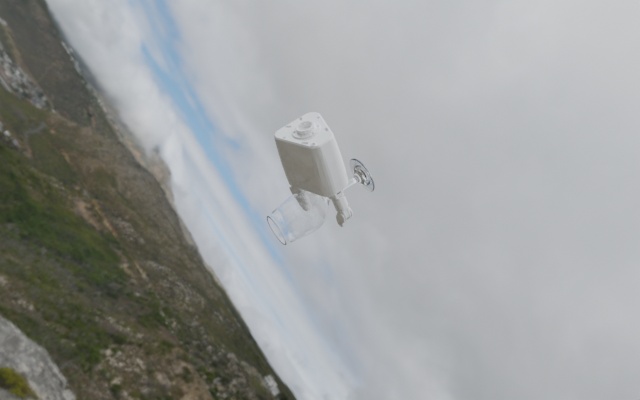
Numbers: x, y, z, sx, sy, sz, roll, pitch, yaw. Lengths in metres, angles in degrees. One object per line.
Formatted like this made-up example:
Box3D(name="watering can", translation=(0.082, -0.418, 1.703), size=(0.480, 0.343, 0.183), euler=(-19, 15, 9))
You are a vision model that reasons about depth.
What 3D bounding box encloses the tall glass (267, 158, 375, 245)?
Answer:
Box3D(name="tall glass", translation=(0.001, 0.003, 0.886), size=(0.201, 0.079, 0.079), euler=(-33, 11, -17))
